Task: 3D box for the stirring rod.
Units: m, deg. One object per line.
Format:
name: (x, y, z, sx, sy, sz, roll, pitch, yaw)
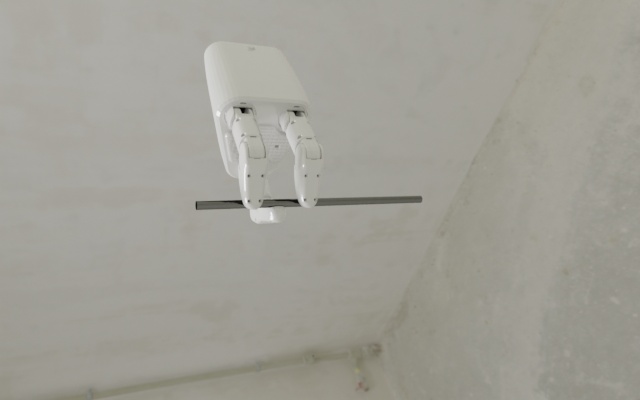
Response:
stirring rod: (0.000, 0.002, 0.469, 0.239, 0.011, 0.011, -2, 1, -25)
